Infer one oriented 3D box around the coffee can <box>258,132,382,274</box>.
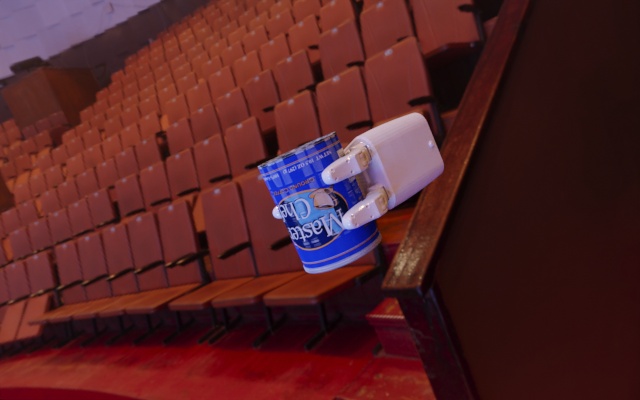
[{"bbox_3d":[0.000,0.002,0.576,0.103,0.140,0.103,-24,8,4],"label":"coffee can"}]
